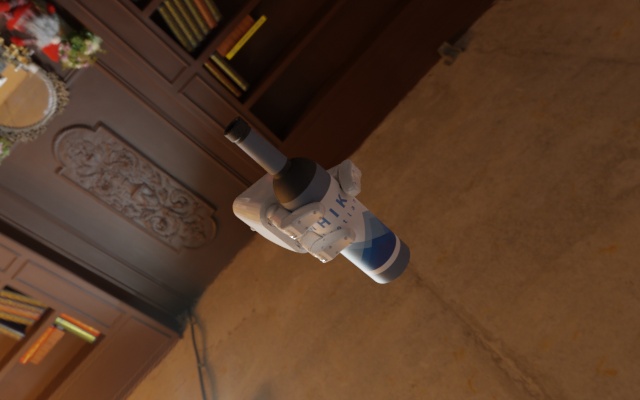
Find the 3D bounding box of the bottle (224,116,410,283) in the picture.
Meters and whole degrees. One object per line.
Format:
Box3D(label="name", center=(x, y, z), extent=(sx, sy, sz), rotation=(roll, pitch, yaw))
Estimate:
Box3D(label="bottle", center=(0.000, 0.002, 0.596), extent=(0.296, 0.069, 0.069), rotation=(41, -23, -29))
